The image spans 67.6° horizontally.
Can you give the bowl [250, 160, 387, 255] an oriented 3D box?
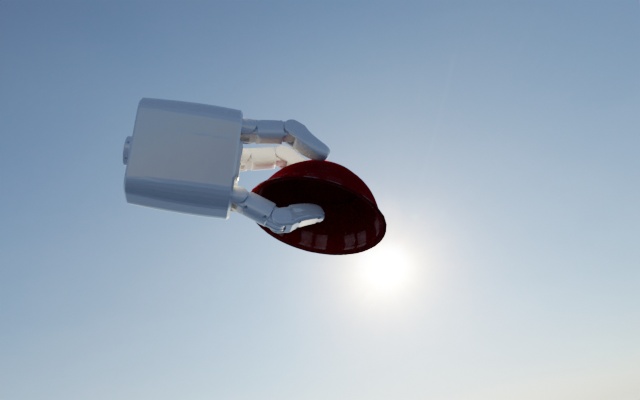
[{"bbox_3d":[0.001,0.002,0.558,0.162,0.055,0.162,10,-34,7],"label":"bowl"}]
